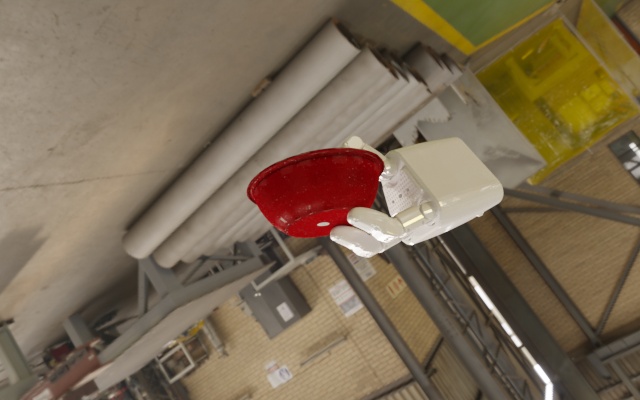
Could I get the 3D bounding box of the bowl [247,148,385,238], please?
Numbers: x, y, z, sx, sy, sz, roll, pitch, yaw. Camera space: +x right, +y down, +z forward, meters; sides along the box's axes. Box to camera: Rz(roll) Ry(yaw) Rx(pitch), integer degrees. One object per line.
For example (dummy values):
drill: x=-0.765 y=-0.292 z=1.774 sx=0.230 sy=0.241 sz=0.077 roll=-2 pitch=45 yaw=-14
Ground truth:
bowl: x=-0.001 y=0.002 z=0.543 sx=0.162 sy=0.055 sz=0.162 roll=-11 pitch=-20 yaw=-4
